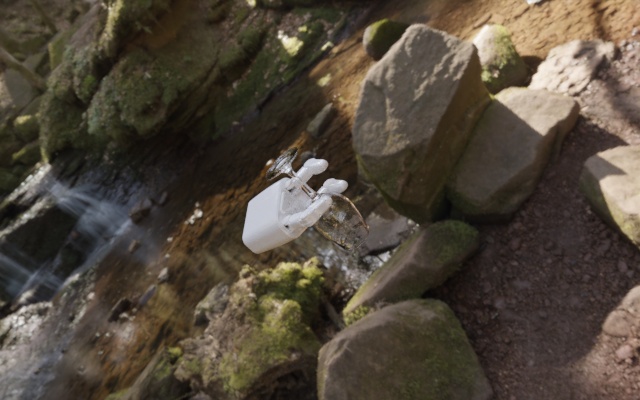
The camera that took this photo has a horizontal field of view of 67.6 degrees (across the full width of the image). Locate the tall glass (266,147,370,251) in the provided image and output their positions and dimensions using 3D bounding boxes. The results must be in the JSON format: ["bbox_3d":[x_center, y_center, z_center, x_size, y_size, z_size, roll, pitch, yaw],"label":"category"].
[{"bbox_3d":[0.000,0.002,0.833,0.201,0.079,0.079,45,-20,-21],"label":"tall glass"}]
